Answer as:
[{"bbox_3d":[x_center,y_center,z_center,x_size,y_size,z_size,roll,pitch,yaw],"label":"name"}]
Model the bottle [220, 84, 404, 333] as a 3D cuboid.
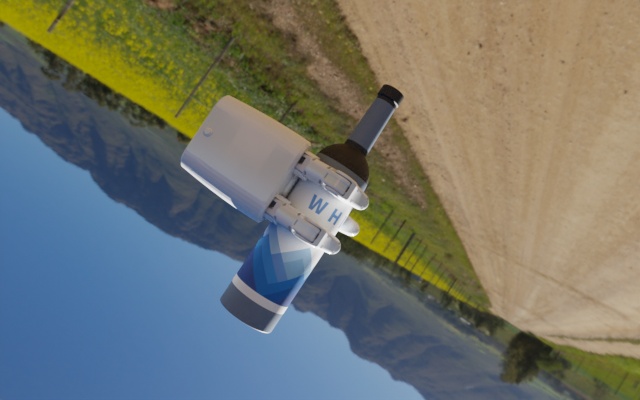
[{"bbox_3d":[0.000,0.002,0.523,0.069,0.295,0.069,33,-2,1],"label":"bottle"}]
